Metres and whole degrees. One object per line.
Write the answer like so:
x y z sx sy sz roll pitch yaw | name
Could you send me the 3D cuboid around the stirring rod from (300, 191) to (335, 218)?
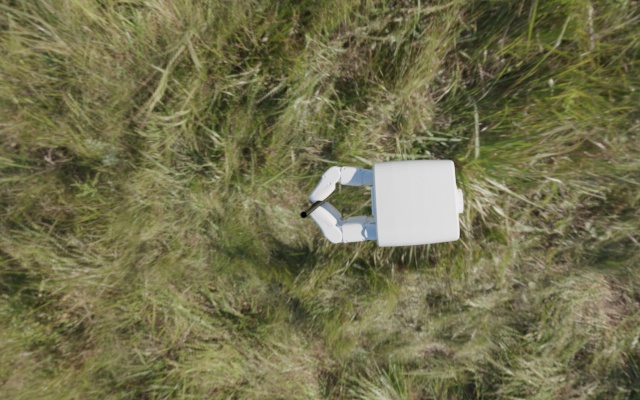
0.000 0.002 0.674 0.011 0.011 0.239 0 7 10 | stirring rod
